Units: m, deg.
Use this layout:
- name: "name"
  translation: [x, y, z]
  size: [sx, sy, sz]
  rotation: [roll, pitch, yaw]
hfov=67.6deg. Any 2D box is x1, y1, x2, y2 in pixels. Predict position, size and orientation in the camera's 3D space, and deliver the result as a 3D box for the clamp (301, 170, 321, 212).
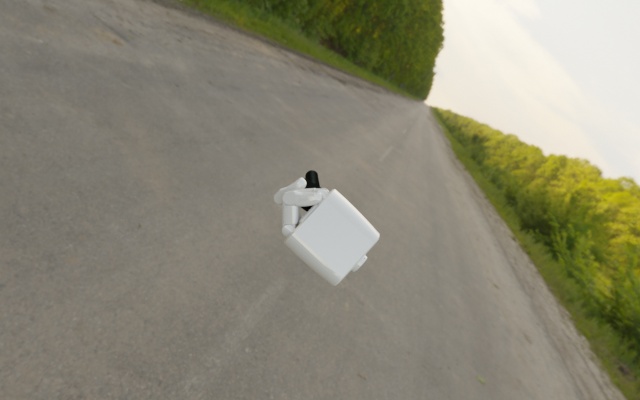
- name: "clamp"
  translation: [0.000, 0.002, 0.860]
  size: [0.039, 0.120, 0.171]
  rotation: [-44, 0, 16]
